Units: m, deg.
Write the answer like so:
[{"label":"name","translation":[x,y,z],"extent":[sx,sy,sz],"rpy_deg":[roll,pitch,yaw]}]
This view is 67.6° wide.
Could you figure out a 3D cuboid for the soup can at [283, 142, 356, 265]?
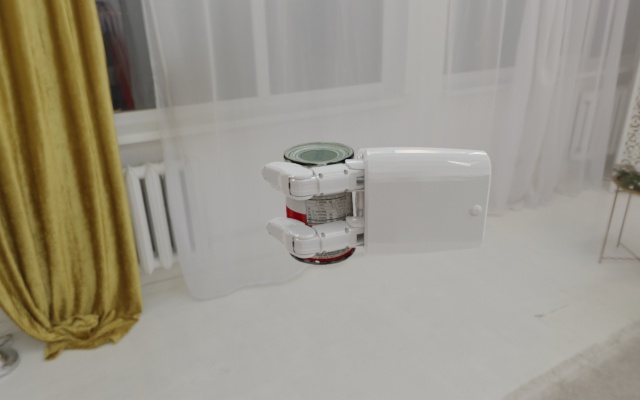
[{"label":"soup can","translation":[0.000,0.001,0.460],"extent":[0.068,0.102,0.068],"rpy_deg":[-2,23,1]}]
